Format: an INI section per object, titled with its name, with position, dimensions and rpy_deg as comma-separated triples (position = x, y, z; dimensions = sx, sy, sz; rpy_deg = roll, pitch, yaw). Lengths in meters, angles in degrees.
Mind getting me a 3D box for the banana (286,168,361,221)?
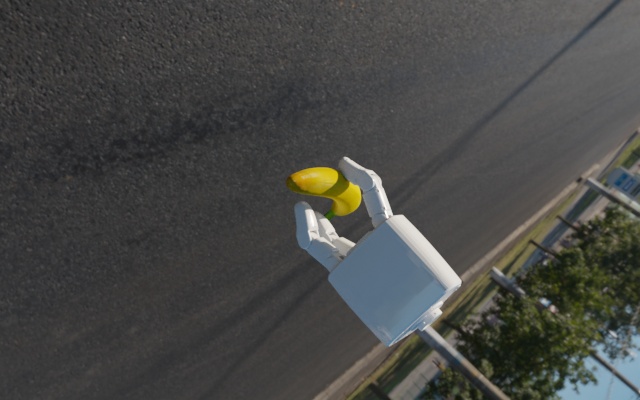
[banana]
position = 0.016, -0.008, 0.624
dimensions = 0.069, 0.037, 0.198
rpy_deg = -37, -22, 3
